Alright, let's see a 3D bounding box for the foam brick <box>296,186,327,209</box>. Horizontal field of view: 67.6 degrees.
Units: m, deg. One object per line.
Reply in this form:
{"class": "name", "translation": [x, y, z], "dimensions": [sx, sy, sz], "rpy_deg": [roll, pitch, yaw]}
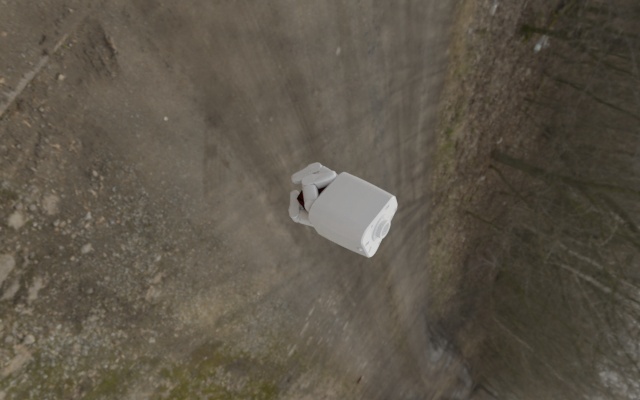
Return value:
{"class": "foam brick", "translation": [0.000, 0.003, 0.869], "dimensions": [0.051, 0.053, 0.078], "rpy_deg": [25, -17, 26]}
